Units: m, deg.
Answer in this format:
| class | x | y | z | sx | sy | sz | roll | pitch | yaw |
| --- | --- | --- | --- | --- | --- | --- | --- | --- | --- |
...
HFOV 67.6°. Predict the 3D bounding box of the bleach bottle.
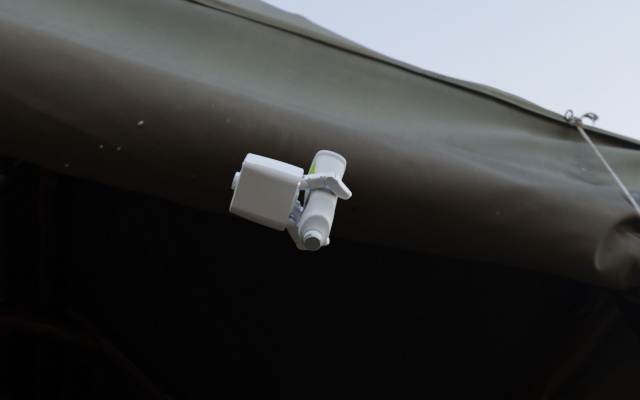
| class | x | y | z | sx | sy | sz | roll | pitch | yaw |
| --- | --- | --- | --- | --- | --- | --- | --- | --- | --- |
| bleach bottle | 0.000 | 0.003 | 0.887 | 0.068 | 0.103 | 0.250 | 19 | 29 | -5 |
